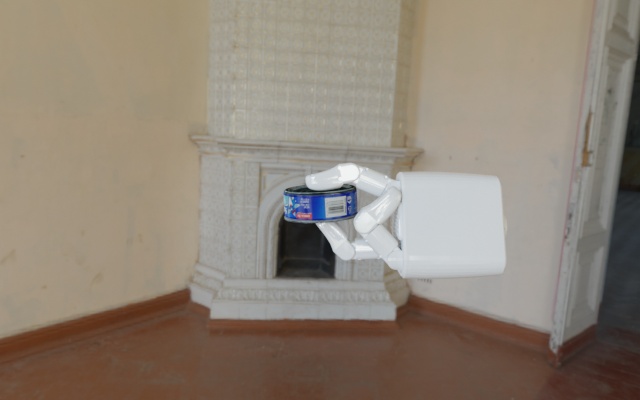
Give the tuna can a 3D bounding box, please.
[{"bbox_3d":[0.000,0.001,0.551,0.086,0.034,0.086,-3,9,0],"label":"tuna can"}]
